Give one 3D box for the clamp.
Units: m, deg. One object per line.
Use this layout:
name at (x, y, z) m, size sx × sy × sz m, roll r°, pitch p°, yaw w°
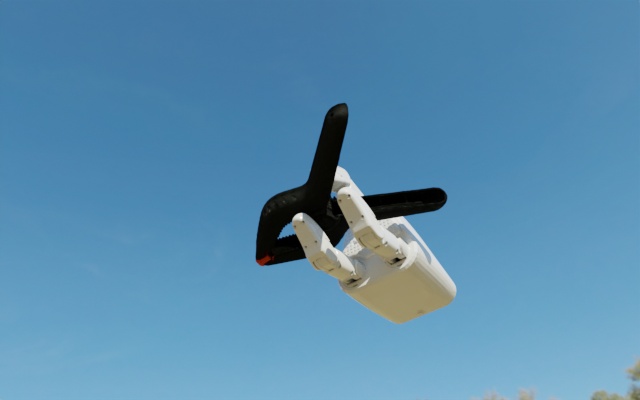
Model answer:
clamp at (0.000, 0.001, 0.485) m, size 0.210 × 0.036 × 0.165 m, roll -30°, pitch -51°, yaw 23°
